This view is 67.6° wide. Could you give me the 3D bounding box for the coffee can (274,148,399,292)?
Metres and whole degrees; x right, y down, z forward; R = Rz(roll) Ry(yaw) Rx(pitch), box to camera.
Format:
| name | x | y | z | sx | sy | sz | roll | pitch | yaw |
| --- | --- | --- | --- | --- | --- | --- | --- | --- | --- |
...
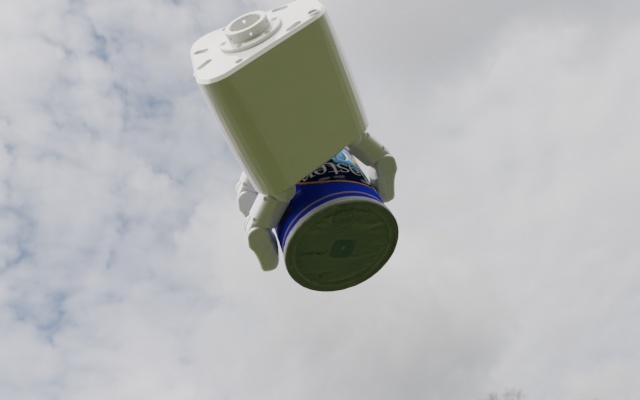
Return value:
| name | x | y | z | sx | sy | sz | roll | pitch | yaw |
| --- | --- | --- | --- | --- | --- | --- | --- | --- | --- |
| coffee can | 0.000 | 0.002 | 0.459 | 0.103 | 0.103 | 0.140 | 0 | 35 | -20 |
